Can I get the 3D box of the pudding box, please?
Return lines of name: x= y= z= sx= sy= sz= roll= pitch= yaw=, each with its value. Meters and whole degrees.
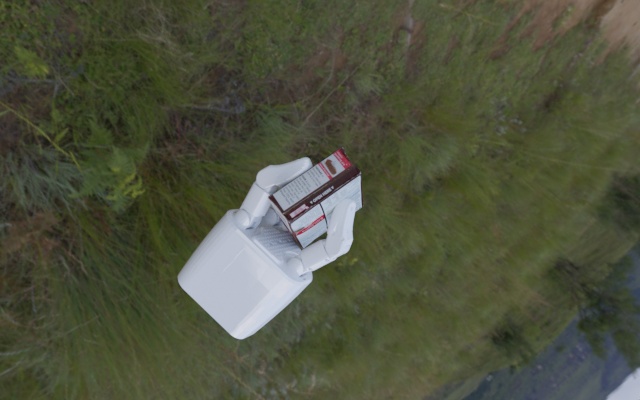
pudding box: x=0.000 y=0.002 z=0.510 sx=0.090 sy=0.039 sz=0.113 roll=-35 pitch=-17 yaw=-6
